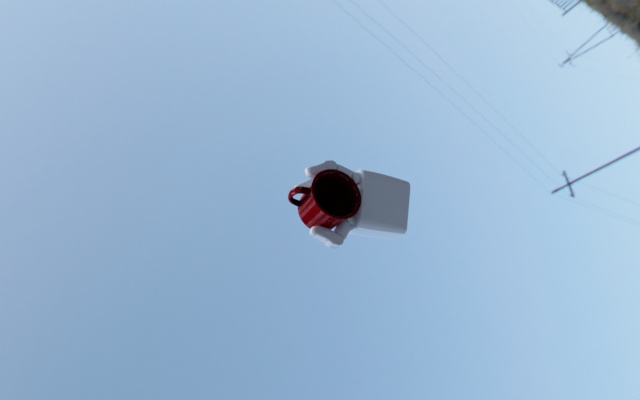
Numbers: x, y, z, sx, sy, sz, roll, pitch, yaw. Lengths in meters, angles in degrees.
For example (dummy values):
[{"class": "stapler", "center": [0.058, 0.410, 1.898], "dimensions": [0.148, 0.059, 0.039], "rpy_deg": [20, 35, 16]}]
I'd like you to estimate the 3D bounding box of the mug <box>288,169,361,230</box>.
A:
[{"class": "mug", "center": [-0.001, 0.003, 0.823], "dimensions": [0.117, 0.093, 0.081], "rpy_deg": [11, -29, -22]}]
